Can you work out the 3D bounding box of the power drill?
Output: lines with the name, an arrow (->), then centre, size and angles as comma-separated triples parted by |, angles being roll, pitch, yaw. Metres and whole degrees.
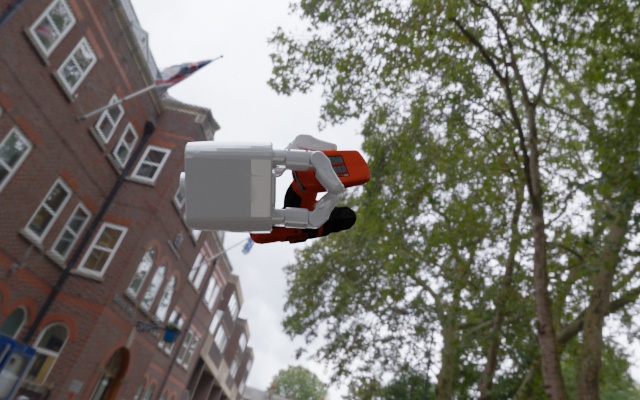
power drill -> 0.000, 0.002, 0.704 | 0.184, 0.057, 0.188 | -8, -29, -28
